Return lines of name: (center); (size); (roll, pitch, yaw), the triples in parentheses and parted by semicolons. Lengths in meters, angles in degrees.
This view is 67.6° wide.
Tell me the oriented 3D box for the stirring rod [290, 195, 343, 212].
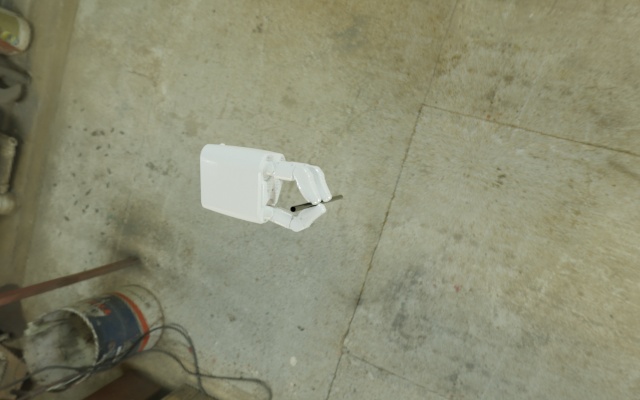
stirring rod: (0.000, 0.002, 0.737); (0.011, 0.011, 0.239); (0, 4, 18)
